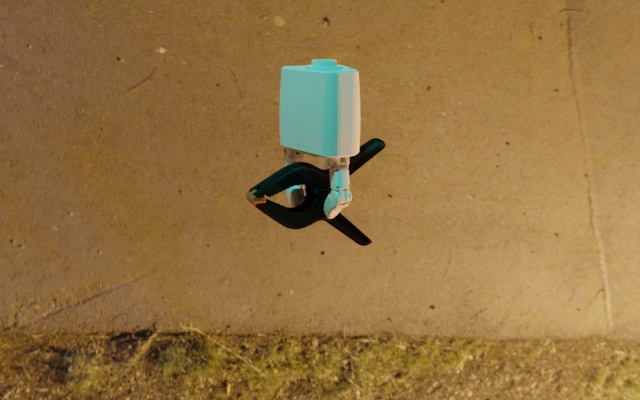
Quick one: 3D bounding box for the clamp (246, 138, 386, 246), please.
[{"bbox_3d":[0.000,0.002,0.674,0.210,0.165,0.036,-10,20,-26],"label":"clamp"}]
